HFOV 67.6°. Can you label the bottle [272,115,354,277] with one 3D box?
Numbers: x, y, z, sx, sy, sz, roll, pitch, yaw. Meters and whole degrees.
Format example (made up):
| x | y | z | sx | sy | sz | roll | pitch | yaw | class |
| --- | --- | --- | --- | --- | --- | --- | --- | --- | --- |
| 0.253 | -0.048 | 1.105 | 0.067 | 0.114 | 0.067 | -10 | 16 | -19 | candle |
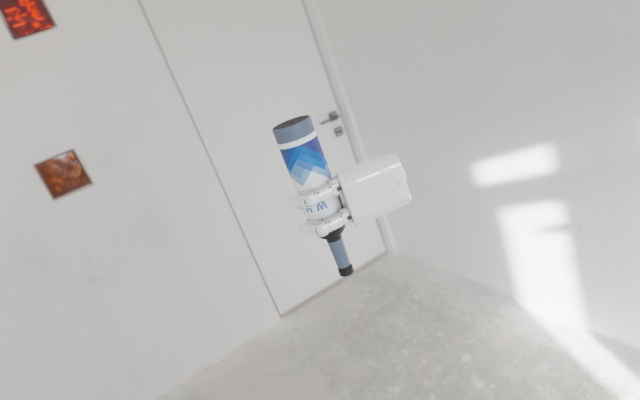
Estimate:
| x | y | z | sx | sy | sz | roll | pitch | yaw | class |
| --- | --- | --- | --- | --- | --- | --- | --- | --- | --- |
| 0.000 | 0.003 | 0.829 | 0.069 | 0.296 | 0.069 | -18 | 19 | 7 | bottle |
